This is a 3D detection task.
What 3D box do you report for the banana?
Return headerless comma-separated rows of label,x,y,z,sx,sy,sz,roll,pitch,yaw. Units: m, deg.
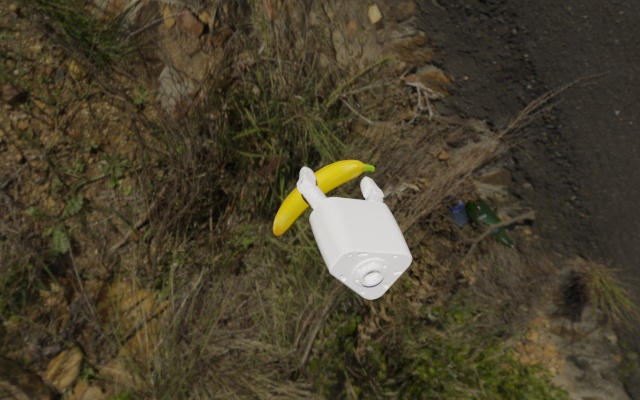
banana,-0.006,-0.010,0.760,0.198,0.037,0.070,-33,-48,8
